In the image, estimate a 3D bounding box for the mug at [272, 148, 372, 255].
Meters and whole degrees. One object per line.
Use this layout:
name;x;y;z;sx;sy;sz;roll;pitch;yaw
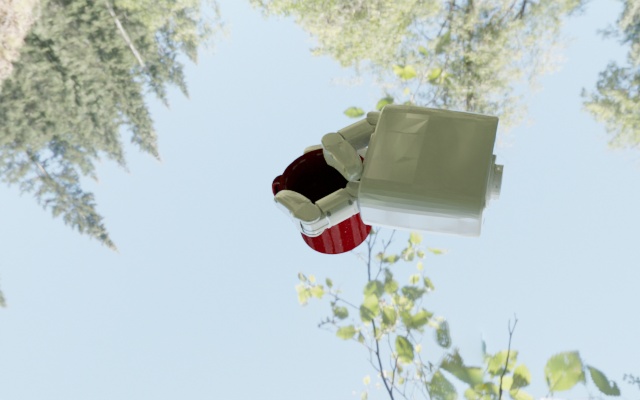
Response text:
mug;-0.001;0.002;0.515;0.117;0.093;0.082;10;-40;24
